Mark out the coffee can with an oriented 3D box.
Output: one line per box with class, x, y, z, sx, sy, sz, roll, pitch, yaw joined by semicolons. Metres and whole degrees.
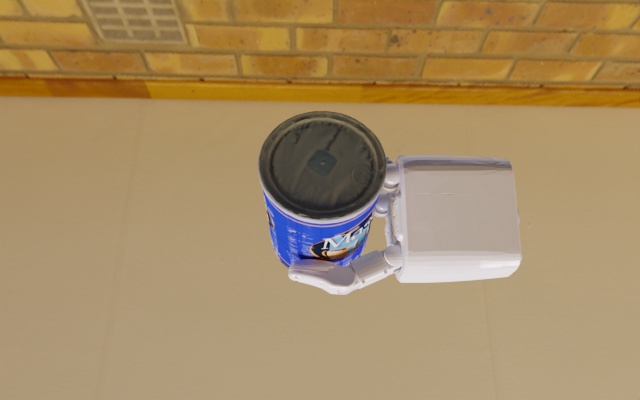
coffee can;0.000;0.001;0.440;0.103;0.102;0.140;0;-27;-2
